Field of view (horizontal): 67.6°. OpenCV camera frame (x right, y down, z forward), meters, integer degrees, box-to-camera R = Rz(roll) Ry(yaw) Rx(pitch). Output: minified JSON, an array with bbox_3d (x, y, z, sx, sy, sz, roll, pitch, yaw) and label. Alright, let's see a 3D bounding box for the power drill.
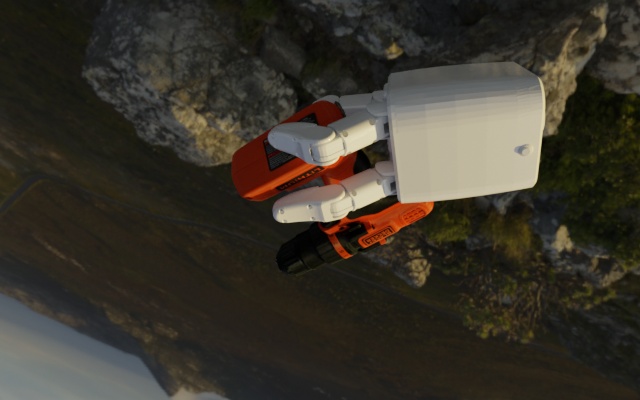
[{"bbox_3d":[0.000,0.001,0.457,0.184,0.057,0.188,-30,-35,14],"label":"power drill"}]
